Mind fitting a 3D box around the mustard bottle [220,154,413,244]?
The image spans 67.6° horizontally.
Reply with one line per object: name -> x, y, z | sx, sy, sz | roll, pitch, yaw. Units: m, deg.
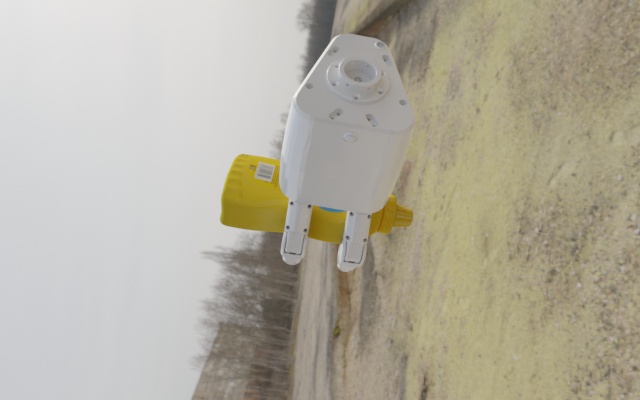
mustard bottle -> 0.000, 0.002, 0.493 | 0.191, 0.058, 0.096 | 9, 32, -2
